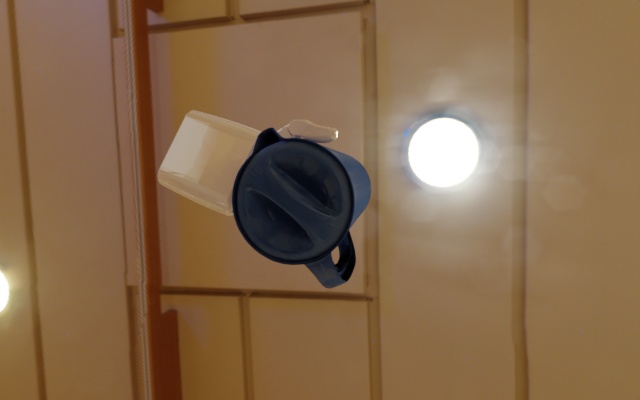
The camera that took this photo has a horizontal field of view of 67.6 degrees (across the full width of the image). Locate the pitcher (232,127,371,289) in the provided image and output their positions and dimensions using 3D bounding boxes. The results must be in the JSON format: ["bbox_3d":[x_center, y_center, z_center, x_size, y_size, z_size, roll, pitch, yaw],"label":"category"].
[{"bbox_3d":[0.000,0.002,0.604,0.145,0.149,0.243,20,9,11],"label":"pitcher"}]
